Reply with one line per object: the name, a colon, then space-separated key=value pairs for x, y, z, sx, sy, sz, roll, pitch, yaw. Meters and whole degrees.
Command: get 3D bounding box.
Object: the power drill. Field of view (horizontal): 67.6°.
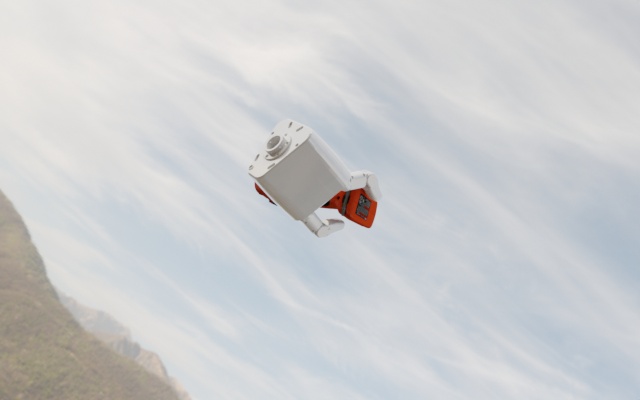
power drill: x=0.000 y=0.003 z=0.840 sx=0.187 sy=0.057 sz=0.184 roll=9 pitch=-9 yaw=28
